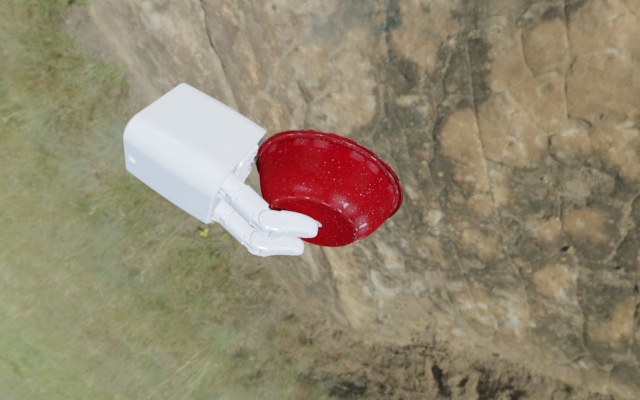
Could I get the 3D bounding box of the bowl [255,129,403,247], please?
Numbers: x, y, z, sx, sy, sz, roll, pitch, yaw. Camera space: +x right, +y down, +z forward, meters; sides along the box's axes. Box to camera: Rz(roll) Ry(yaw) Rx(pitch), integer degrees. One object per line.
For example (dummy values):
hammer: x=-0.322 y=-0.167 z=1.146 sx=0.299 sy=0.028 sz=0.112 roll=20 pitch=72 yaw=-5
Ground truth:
bowl: x=0.001 y=0.002 z=0.492 sx=0.162 sy=0.055 sz=0.162 roll=14 pitch=-31 yaw=9
